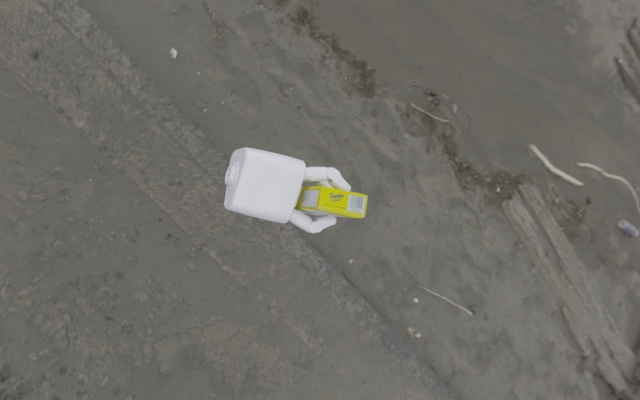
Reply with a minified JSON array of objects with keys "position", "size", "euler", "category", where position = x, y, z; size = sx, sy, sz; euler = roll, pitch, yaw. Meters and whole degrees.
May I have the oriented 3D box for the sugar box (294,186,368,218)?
[{"position":[0.000,0.002,0.866],"size":[0.093,0.048,0.176],"euler":[12,-3,-26],"category":"sugar box"}]
